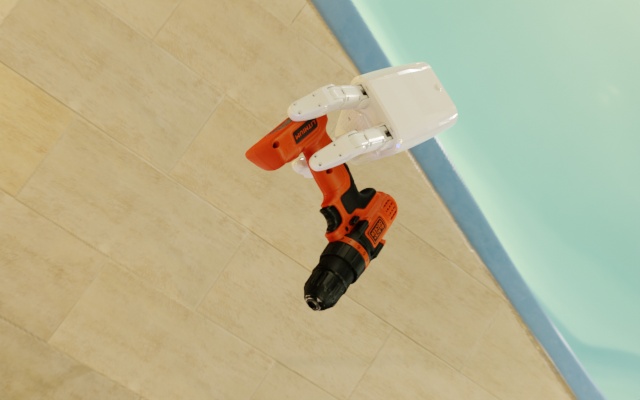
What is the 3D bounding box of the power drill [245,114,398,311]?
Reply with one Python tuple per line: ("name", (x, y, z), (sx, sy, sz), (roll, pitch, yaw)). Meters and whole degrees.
("power drill", (0.000, 0.001, 0.531), (0.057, 0.188, 0.184), (-16, 25, 43))
